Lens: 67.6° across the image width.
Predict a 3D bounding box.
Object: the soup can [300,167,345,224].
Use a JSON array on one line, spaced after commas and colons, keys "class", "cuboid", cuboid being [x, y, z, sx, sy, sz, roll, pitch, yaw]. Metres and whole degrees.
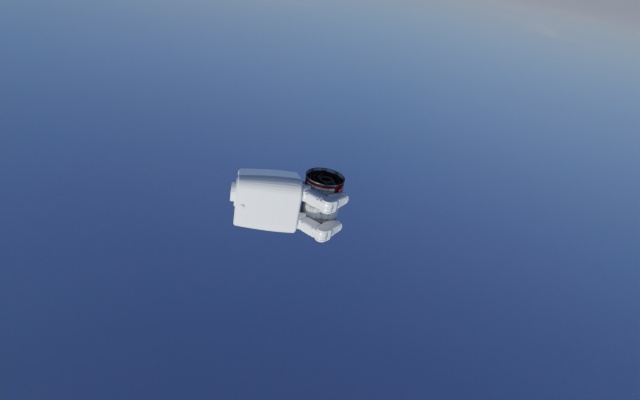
[{"class": "soup can", "cuboid": [0.001, 0.003, 0.834, 0.068, 0.102, 0.068, 8, 28, -4]}]
